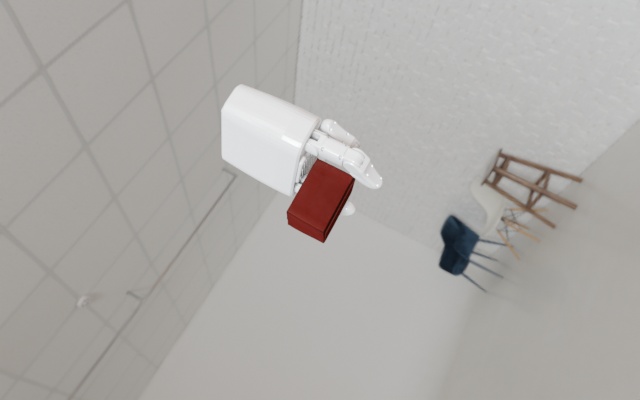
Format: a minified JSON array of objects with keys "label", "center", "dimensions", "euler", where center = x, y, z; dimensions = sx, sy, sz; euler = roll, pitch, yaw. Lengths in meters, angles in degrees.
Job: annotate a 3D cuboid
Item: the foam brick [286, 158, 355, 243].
[{"label":"foam brick","center":[0.000,0.002,0.563],"dimensions":[0.051,0.078,0.053],"euler":[27,-18,7]}]
